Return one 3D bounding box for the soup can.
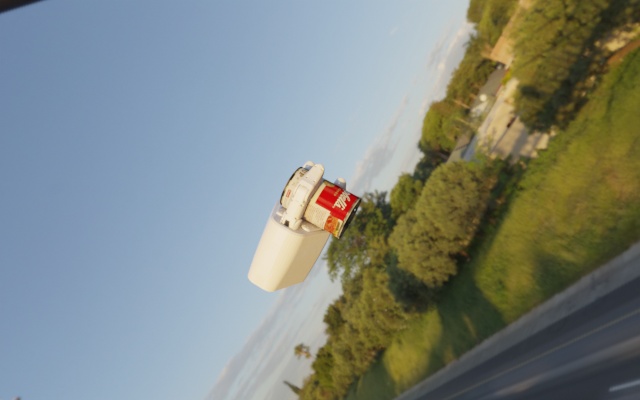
[{"bbox_3d":[0.000,0.002,0.704,0.102,0.068,0.068,29,6,10],"label":"soup can"}]
